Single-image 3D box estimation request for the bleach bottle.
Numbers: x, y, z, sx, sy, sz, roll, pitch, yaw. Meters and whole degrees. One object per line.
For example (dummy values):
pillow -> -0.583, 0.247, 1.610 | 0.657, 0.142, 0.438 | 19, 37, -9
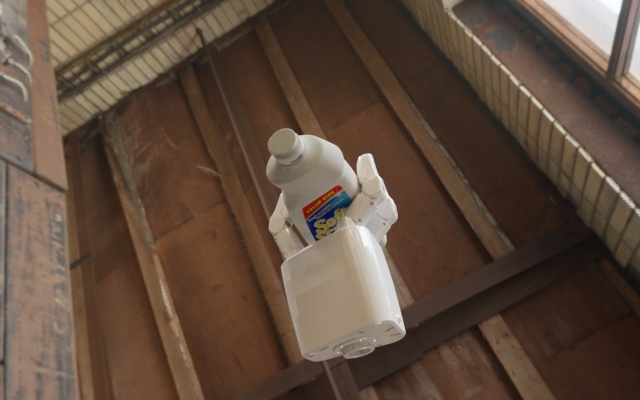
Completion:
bleach bottle -> 0.000, 0.002, 0.549 | 0.102, 0.068, 0.251 | -23, -32, 10
